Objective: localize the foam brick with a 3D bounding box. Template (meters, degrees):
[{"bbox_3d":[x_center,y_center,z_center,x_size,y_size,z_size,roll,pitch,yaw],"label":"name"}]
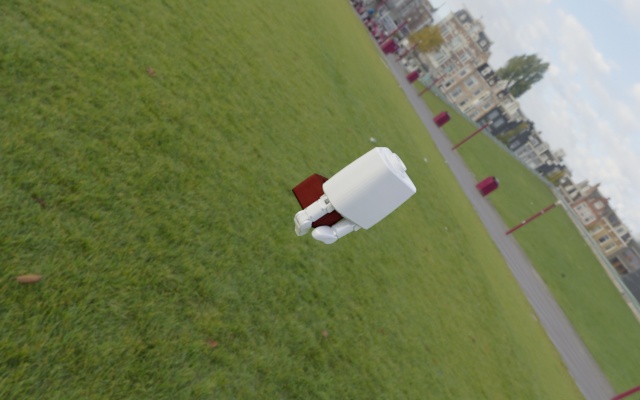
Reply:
[{"bbox_3d":[0.000,0.002,0.789,0.051,0.078,0.053,-37,-23,18],"label":"foam brick"}]
